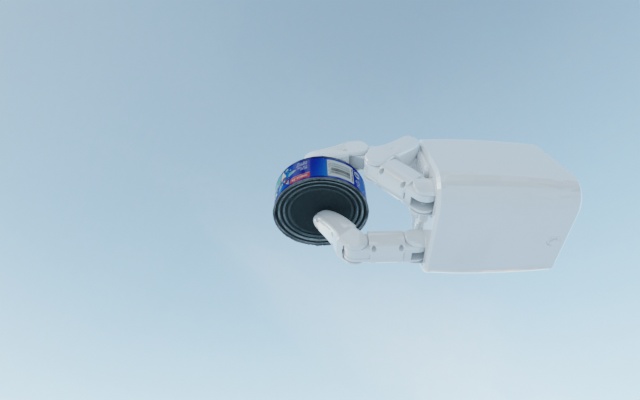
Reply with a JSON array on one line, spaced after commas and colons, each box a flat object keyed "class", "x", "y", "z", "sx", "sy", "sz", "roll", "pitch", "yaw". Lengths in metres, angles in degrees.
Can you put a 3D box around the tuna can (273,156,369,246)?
[{"class": "tuna can", "x": 0.000, "y": 0.001, "z": 0.438, "sx": 0.086, "sy": 0.086, "sz": 0.033, "roll": 0, "pitch": 44, "yaw": -2}]
